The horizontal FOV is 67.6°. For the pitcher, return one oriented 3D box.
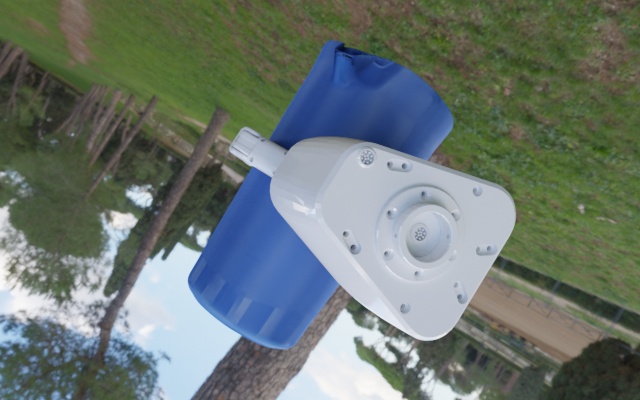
[{"bbox_3d":[0.000,0.001,0.421,0.149,0.243,0.145,35,-4,-17],"label":"pitcher"}]
